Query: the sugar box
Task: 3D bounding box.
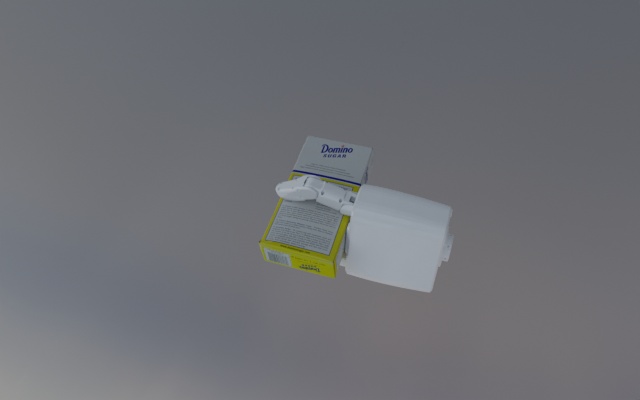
[{"bbox_3d":[0.000,0.002,0.595,0.093,0.176,0.048,13,-36,14],"label":"sugar box"}]
